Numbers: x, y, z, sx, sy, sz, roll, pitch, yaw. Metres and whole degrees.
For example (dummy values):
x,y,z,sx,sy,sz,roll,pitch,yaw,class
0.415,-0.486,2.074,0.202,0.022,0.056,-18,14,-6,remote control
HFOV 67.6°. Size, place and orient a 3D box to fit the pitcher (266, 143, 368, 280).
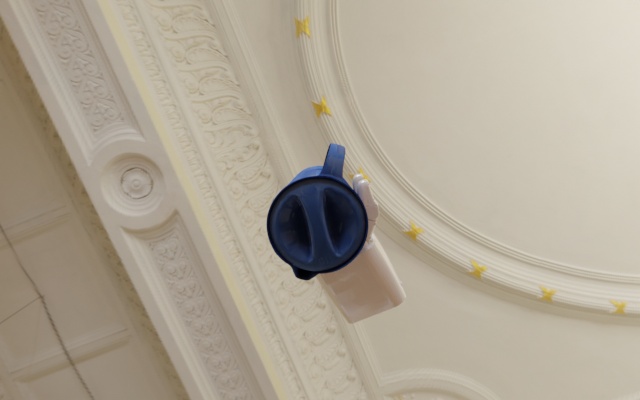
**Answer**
x,y,z,sx,sy,sz,roll,pitch,yaw,class
0.000,0.003,0.732,0.149,0.145,0.242,-31,9,6,pitcher
